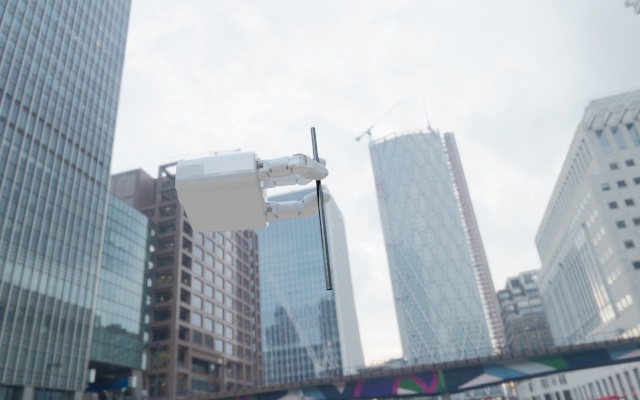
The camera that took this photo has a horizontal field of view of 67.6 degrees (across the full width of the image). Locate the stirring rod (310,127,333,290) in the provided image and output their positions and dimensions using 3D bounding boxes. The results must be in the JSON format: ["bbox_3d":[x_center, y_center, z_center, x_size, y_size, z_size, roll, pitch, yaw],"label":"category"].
[{"bbox_3d":[0.000,0.002,0.637,0.011,0.239,0.011,-5,-27,-2],"label":"stirring rod"}]
